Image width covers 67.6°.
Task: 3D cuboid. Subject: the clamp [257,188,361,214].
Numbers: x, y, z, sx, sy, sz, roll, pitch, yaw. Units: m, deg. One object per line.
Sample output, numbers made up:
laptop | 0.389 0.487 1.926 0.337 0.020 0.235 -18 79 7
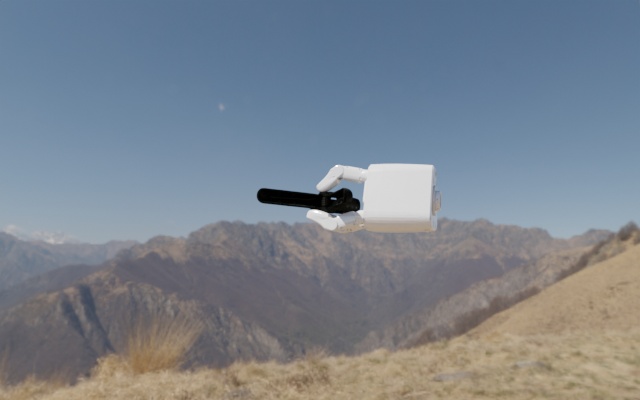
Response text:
clamp | 0.001 0.002 0.822 0.164 0.036 0.210 3 -6 20
